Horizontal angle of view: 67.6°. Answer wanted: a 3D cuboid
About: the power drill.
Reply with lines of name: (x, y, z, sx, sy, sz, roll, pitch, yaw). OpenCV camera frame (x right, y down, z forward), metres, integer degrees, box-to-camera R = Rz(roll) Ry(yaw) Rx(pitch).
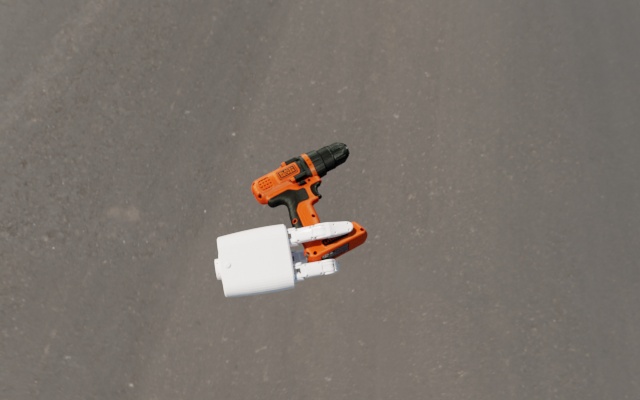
power drill: (0.000, 0.003, 0.801, 0.184, 0.187, 0.057, -28, -26, -8)
